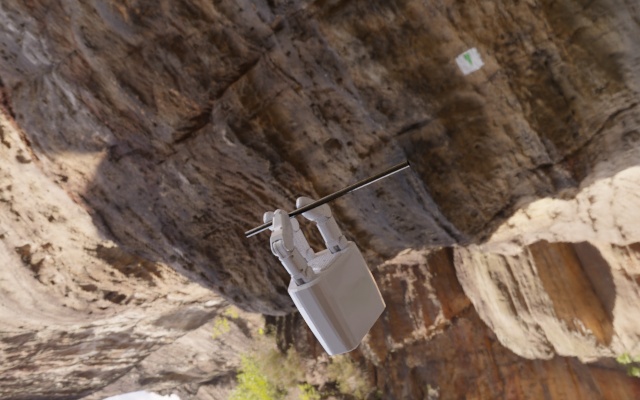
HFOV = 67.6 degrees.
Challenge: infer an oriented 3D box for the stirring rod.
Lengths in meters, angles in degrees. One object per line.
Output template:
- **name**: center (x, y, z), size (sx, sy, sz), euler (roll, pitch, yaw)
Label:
- **stirring rod**: center (0.000, 0.002, 0.589), size (0.239, 0.011, 0.011), euler (-24, -11, 26)
